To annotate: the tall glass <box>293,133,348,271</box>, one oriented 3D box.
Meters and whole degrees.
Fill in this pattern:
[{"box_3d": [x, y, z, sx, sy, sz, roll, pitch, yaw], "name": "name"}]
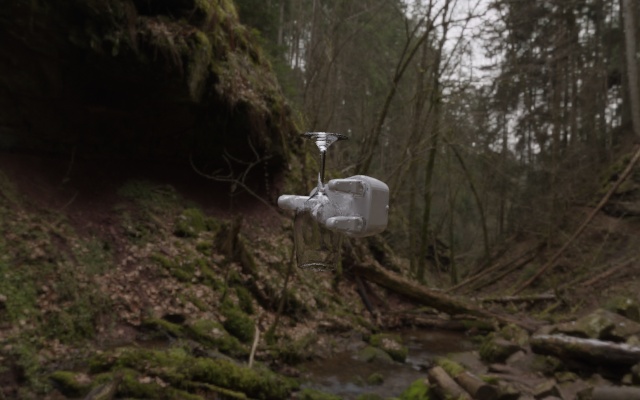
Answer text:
[{"box_3d": [0.000, 0.002, 0.725, 0.079, 0.201, 0.079, 3, 0, 0], "name": "tall glass"}]
